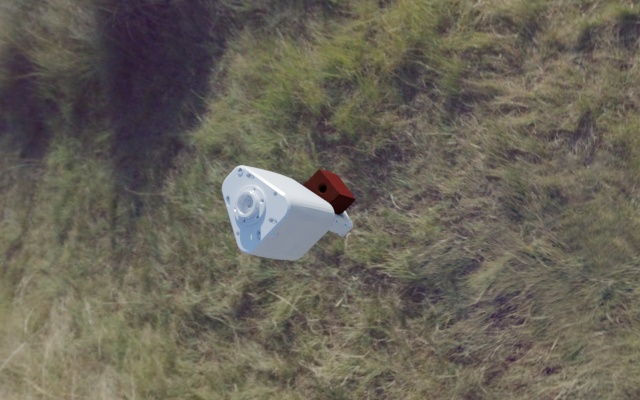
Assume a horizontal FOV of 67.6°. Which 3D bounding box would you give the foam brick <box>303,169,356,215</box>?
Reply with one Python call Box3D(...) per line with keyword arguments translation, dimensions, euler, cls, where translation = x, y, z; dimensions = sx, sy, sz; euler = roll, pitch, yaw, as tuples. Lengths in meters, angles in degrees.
Box3D(translation=(0.000, 0.002, 0.686), dimensions=(0.078, 0.053, 0.051), euler=(-46, -28, 16), cls="foam brick")
